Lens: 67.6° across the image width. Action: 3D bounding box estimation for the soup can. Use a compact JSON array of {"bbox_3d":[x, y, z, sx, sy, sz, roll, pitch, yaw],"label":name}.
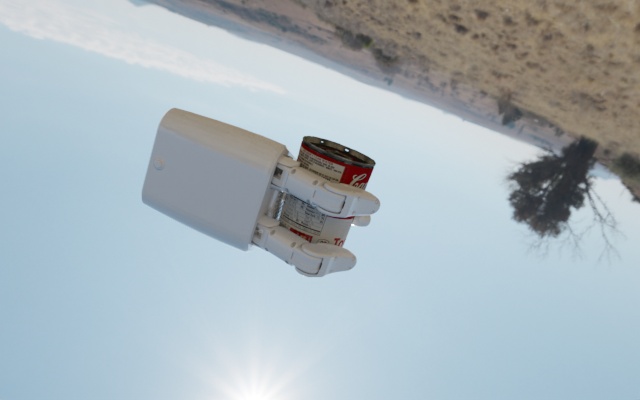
[{"bbox_3d":[0.000,0.002,0.430,0.068,0.102,0.068,19,15,-5],"label":"soup can"}]
